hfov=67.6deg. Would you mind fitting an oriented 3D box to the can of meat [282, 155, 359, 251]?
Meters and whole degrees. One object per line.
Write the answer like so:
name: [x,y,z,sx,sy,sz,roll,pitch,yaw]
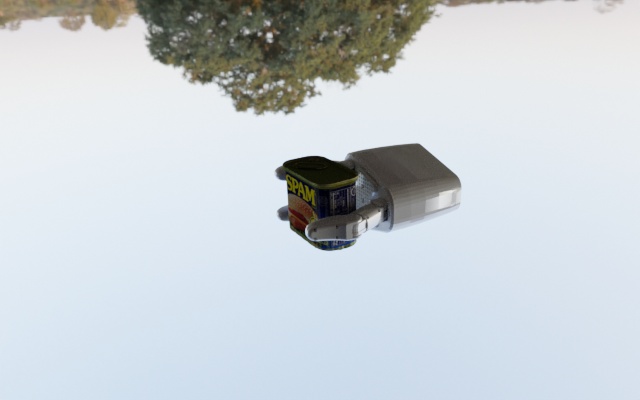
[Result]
can of meat: [0.000,0.002,0.555,0.057,0.084,0.102,-15,26,-27]
